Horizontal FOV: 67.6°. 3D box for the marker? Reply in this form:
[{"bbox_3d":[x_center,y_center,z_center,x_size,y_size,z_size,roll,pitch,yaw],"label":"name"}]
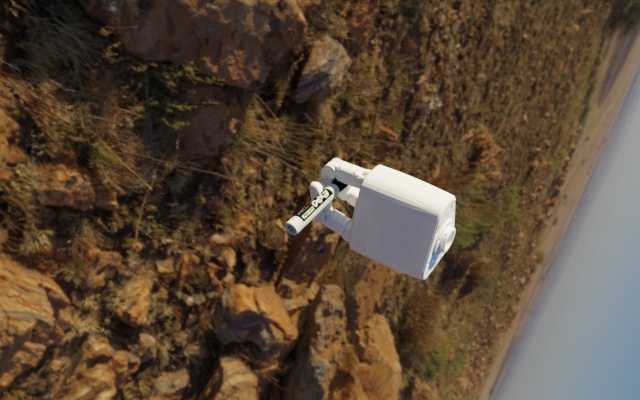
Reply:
[{"bbox_3d":[0.000,0.002,0.607,0.020,0.020,0.121,0,33,44],"label":"marker"}]
